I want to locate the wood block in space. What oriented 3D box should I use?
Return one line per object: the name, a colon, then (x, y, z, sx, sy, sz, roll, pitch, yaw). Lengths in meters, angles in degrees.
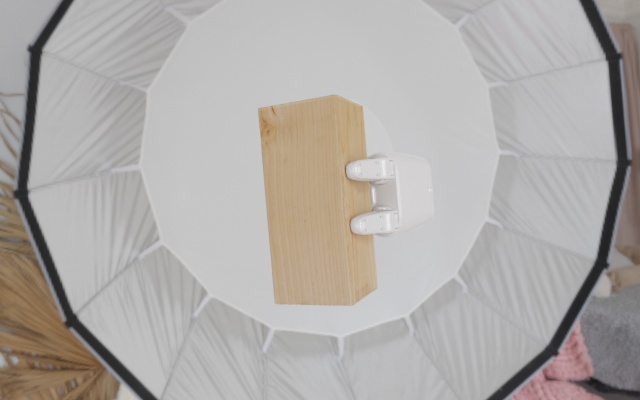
wood block: (0.000, 0.002, 0.519, 0.091, 0.206, 0.090, -5, 1, 24)
